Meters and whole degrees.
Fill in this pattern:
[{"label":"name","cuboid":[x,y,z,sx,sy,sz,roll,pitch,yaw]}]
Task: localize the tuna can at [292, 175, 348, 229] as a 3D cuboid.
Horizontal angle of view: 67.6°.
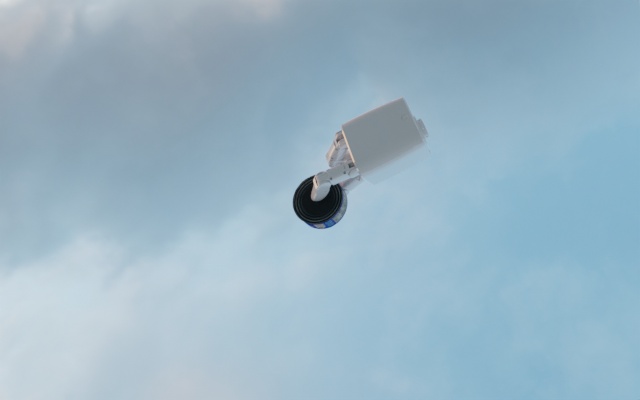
[{"label":"tuna can","cuboid":[0.000,0.003,0.778,0.086,0.086,0.034,0,-20,21]}]
